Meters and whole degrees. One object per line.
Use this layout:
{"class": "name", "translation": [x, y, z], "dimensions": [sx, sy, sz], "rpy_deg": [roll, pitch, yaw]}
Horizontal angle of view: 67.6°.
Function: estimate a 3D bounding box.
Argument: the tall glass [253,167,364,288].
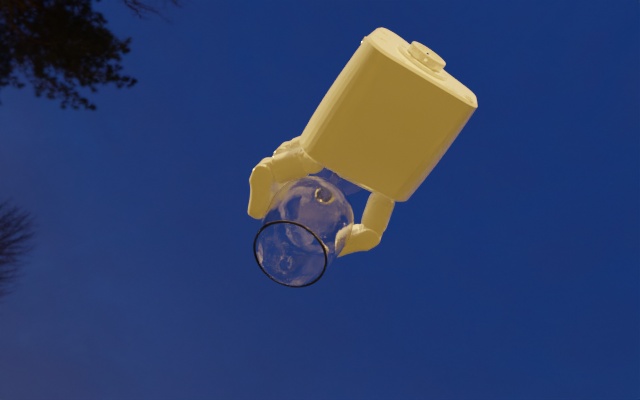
{"class": "tall glass", "translation": [0.000, 0.001, 0.464], "dimensions": [0.079, 0.079, 0.201], "rpy_deg": [0, 25, 16]}
